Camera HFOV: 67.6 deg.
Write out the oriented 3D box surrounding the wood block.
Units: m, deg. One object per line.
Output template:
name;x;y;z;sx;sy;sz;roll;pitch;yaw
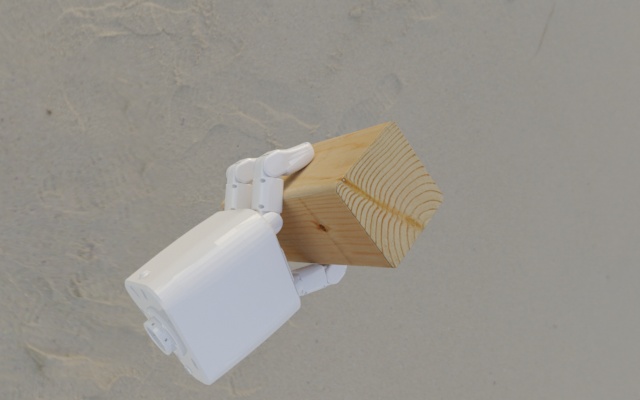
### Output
wood block;0.000;0.002;0.470;0.206;0.091;0.090;-6;37;54
